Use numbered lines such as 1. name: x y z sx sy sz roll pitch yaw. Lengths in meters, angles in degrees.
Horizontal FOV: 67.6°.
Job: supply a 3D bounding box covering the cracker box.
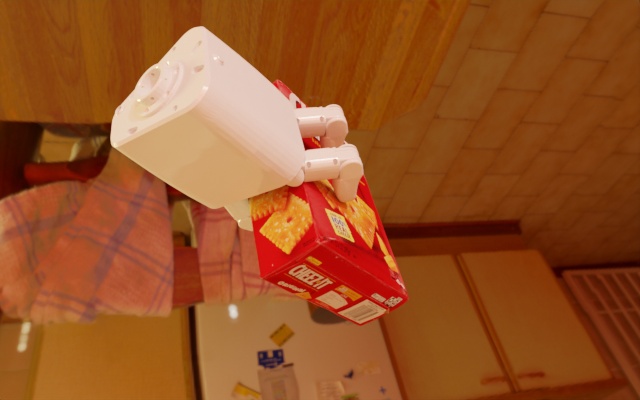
1. cracker box: 0.000 0.002 0.491 0.072 0.213 0.164 -32 -41 20
